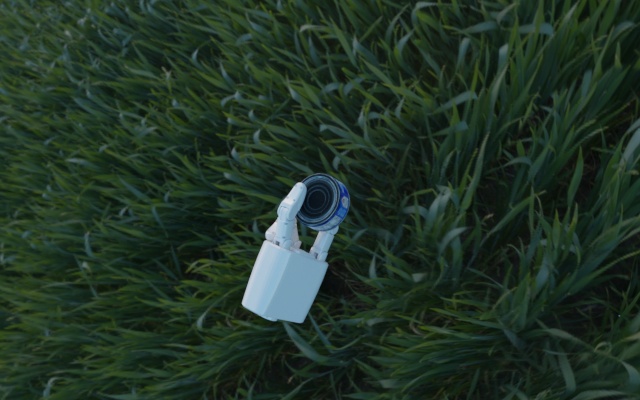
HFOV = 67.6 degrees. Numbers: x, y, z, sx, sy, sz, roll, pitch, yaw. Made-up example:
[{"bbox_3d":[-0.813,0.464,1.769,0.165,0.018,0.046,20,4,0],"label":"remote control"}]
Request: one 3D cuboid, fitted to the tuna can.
[{"bbox_3d":[0.000,0.002,0.732,0.086,0.086,0.034,0,-17,30],"label":"tuna can"}]
